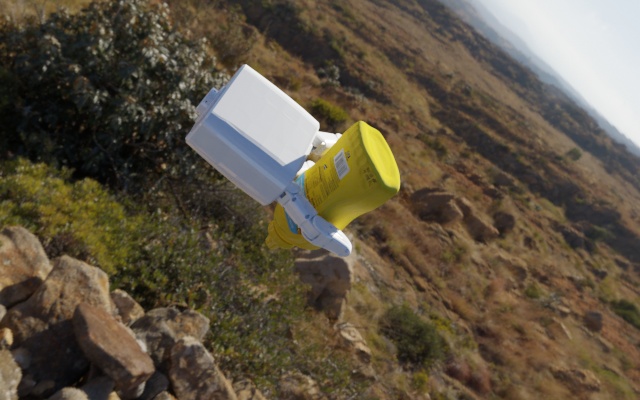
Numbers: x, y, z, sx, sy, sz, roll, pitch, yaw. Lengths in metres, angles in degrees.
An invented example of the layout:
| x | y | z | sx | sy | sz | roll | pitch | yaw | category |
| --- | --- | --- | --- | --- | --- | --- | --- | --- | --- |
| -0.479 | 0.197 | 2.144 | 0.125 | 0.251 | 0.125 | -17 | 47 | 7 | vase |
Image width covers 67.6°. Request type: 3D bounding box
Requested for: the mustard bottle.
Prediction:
| x | y | z | sx | sy | sz | roll | pitch | yaw | category |
| --- | --- | --- | --- | --- | --- | --- | --- | --- | --- |
| 0.001 | 0.002 | 0.551 | 0.058 | 0.096 | 0.192 | 22 | -49 | -39 | mustard bottle |
